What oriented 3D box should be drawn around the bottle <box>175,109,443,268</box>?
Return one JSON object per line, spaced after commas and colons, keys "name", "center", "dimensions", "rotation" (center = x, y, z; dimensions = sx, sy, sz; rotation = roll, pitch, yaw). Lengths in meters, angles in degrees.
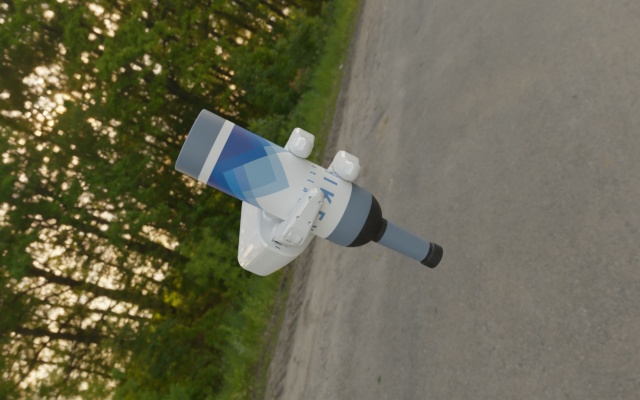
{"name": "bottle", "center": [0.000, 0.002, 0.503], "dimensions": [0.296, 0.069, 0.069], "rotation": [26, -6, -13]}
